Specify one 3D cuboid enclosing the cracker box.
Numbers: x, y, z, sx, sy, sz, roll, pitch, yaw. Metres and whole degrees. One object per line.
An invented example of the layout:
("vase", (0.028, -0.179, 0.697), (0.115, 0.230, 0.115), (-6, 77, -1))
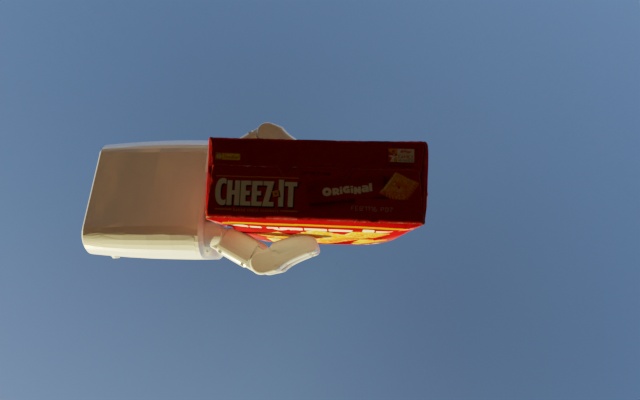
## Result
("cracker box", (0.000, 0.001, 0.451), (0.164, 0.072, 0.214), (1, -7, 2))
